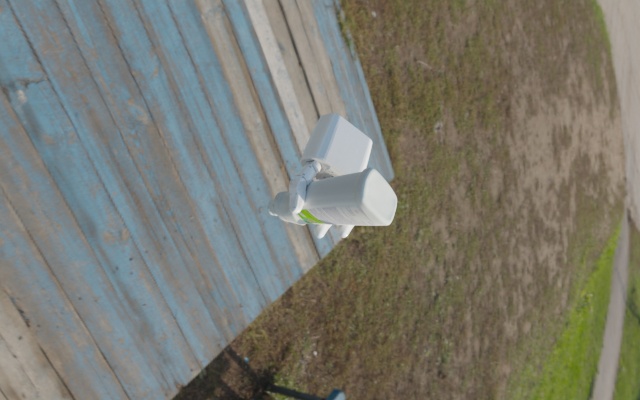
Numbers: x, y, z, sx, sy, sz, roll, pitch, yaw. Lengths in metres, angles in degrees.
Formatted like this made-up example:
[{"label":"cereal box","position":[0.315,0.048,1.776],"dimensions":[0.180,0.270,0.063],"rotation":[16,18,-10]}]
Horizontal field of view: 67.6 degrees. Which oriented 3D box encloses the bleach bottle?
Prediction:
[{"label":"bleach bottle","position":[0.000,0.003,0.824],"dimensions":[0.251,0.068,0.103],"rotation":[-4,-35,40]}]
